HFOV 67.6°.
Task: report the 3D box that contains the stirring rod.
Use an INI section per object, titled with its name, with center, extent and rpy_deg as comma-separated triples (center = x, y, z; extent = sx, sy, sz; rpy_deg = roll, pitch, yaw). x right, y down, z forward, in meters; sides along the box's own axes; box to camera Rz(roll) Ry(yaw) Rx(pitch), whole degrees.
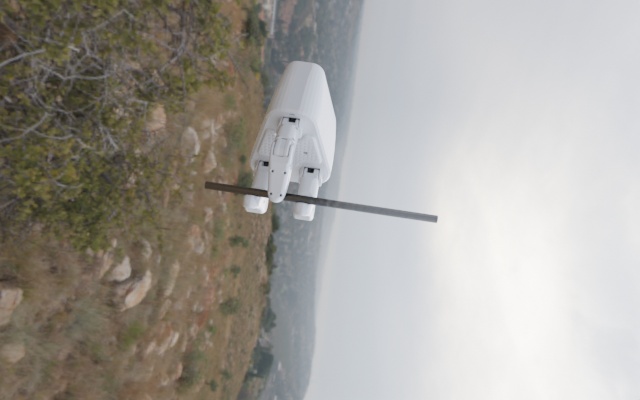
[stirring rod]
center = 0.000, 0.002, 0.491
extent = 0.239, 0.011, 0.011
rpy_deg = 8, 0, 2
